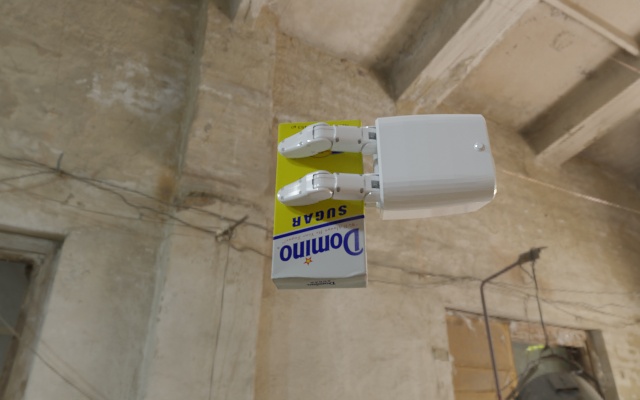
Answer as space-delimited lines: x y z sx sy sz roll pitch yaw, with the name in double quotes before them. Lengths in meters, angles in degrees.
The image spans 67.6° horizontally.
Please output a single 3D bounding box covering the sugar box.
"sugar box" 0.000 0.001 0.496 0.093 0.176 0.048 -3 -27 5
